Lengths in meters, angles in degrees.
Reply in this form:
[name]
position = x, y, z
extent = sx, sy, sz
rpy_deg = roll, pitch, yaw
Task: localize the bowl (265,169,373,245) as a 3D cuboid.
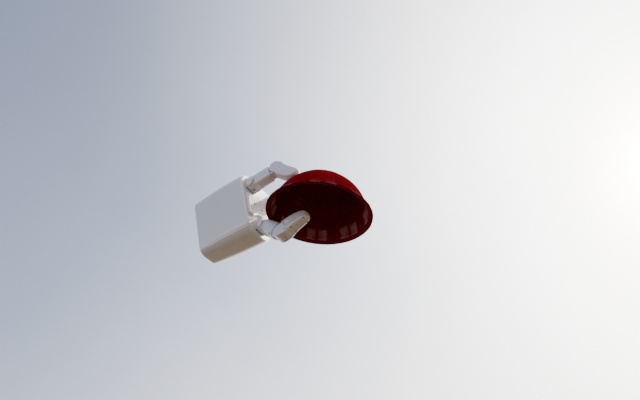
[bowl]
position = 0.001, 0.002, 0.728
extent = 0.162, 0.055, 0.162
rpy_deg = 5, -37, 4
